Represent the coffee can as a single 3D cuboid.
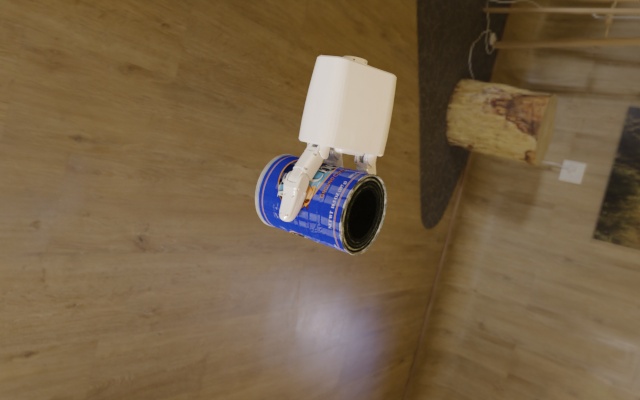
[{"bbox_3d":[0.000,0.002,0.621,0.140,0.103,0.103,16,9,35],"label":"coffee can"}]
